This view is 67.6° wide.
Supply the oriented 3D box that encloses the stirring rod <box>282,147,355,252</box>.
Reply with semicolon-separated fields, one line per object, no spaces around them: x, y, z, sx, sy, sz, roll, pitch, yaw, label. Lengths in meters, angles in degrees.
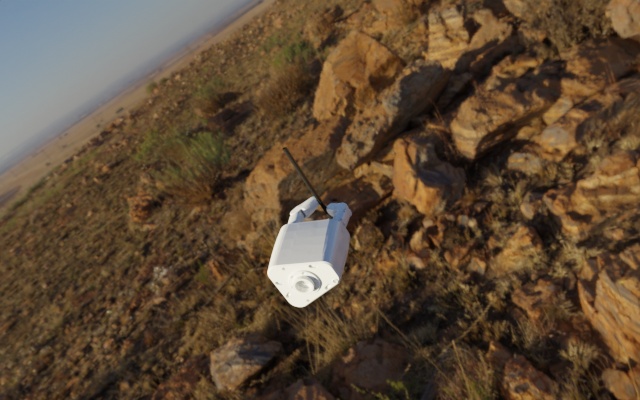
0.000;0.003;0.854;0.011;0.240;0.011;-27;25;14;stirring rod
